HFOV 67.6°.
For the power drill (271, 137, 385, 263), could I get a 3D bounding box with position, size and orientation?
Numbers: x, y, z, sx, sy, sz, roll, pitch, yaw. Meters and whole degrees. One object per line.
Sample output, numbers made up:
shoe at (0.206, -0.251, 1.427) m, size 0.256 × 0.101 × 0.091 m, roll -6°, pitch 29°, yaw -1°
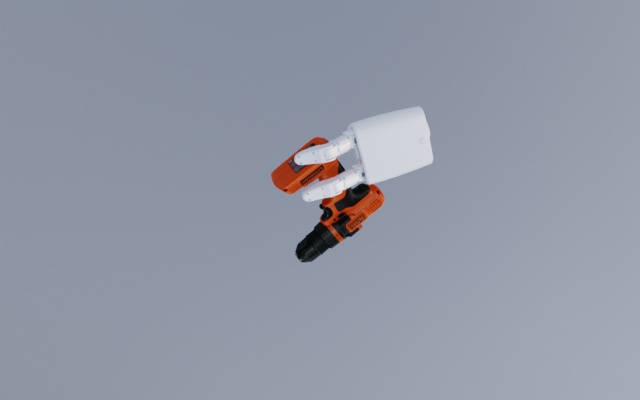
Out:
power drill at (0.000, 0.002, 0.775) m, size 0.057 × 0.184 × 0.188 m, roll 48°, pitch -2°, yaw 45°
